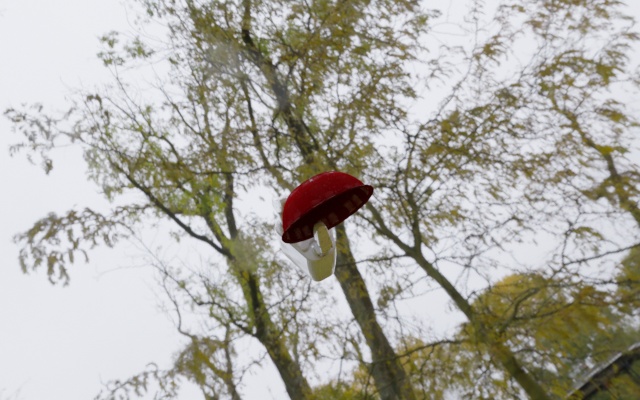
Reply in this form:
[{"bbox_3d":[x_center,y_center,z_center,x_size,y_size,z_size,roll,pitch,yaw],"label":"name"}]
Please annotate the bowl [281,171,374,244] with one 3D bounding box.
[{"bbox_3d":[0.000,0.001,0.738,0.162,0.055,0.162,-28,-16,-9],"label":"bowl"}]
